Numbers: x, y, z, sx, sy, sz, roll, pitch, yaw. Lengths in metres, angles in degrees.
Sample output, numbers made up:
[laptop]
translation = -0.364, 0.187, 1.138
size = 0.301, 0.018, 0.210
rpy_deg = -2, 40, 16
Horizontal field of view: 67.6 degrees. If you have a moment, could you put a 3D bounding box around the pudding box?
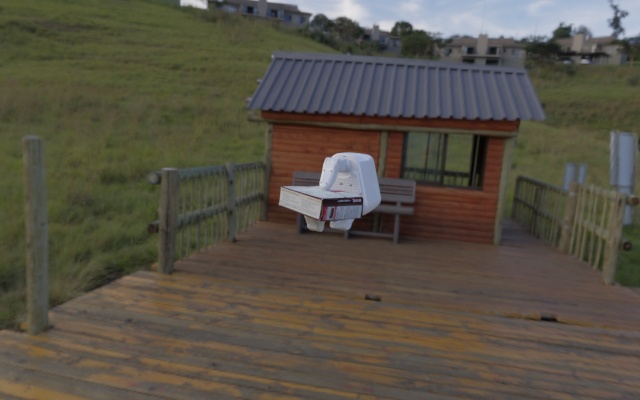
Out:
[pudding box]
translation = 0.000, 0.002, 0.771
size = 0.090, 0.039, 0.113
rpy_deg = -3, 12, -39
